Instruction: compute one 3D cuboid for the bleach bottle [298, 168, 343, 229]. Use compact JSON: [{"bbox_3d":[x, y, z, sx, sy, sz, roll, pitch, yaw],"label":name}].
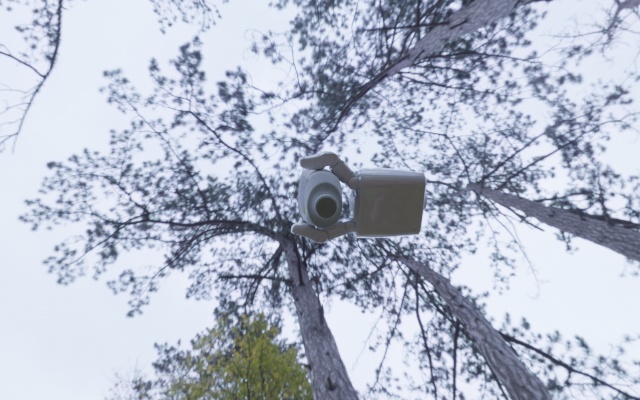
[{"bbox_3d":[0.000,0.002,0.748,0.068,0.102,0.251,1,7,-3],"label":"bleach bottle"}]
